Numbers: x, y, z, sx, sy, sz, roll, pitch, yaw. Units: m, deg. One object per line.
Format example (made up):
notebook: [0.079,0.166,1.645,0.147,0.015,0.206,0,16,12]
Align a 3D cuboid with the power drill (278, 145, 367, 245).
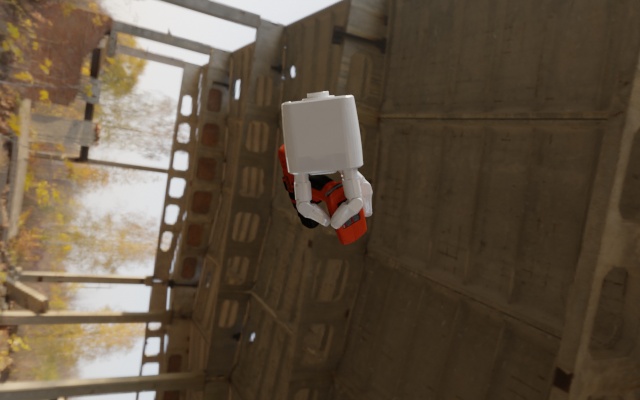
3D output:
power drill: [0.000,0.003,0.831,0.057,0.185,0.187,-32,37,-20]
